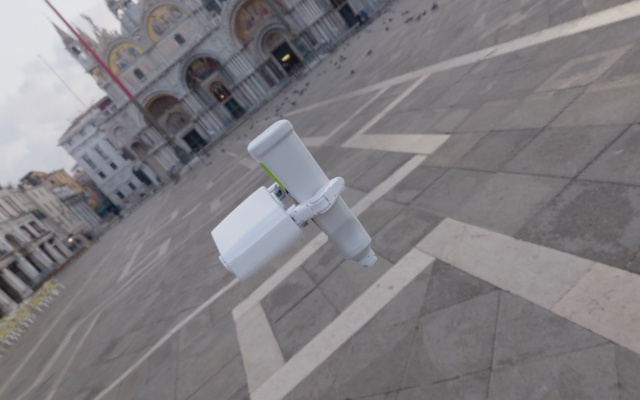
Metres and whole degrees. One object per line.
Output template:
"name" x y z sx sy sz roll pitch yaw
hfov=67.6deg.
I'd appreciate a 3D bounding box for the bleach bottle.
"bleach bottle" 0.000 0.002 0.686 0.068 0.251 0.102 -40 15 -4
